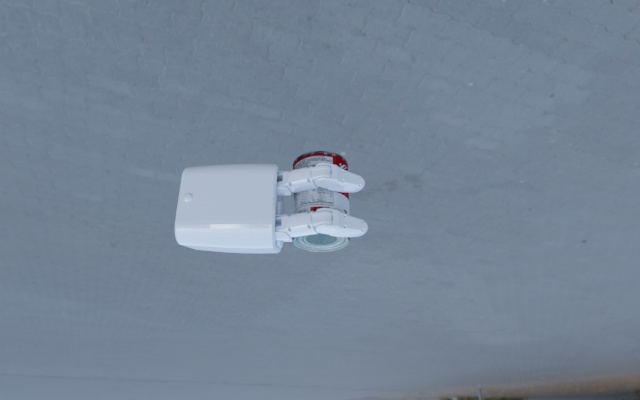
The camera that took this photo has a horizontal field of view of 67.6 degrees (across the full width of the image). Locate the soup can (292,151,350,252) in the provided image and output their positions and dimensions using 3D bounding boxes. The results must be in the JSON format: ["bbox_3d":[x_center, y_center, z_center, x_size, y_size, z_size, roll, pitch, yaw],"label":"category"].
[{"bbox_3d":[0.001,0.002,0.564,0.068,0.102,0.068,0,-27,0],"label":"soup can"}]
